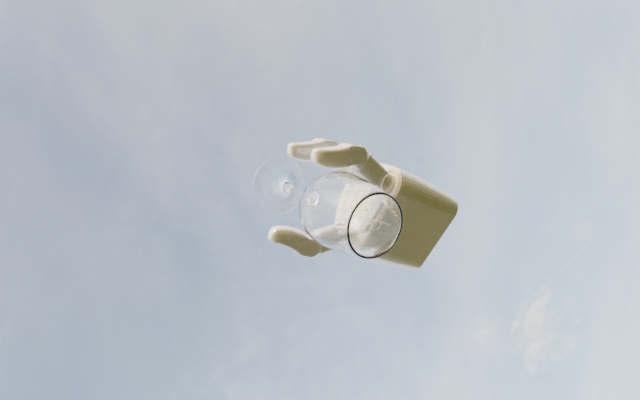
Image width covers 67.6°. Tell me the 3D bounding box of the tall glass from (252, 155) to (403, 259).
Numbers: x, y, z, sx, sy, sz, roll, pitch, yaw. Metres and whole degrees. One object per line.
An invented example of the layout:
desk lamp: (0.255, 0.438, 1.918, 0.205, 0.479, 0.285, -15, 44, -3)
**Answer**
tall glass: (0.000, 0.002, 0.509, 0.079, 0.079, 0.201, 0, 12, -30)
